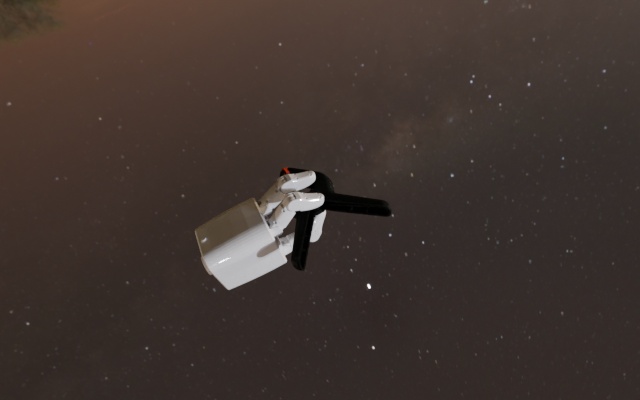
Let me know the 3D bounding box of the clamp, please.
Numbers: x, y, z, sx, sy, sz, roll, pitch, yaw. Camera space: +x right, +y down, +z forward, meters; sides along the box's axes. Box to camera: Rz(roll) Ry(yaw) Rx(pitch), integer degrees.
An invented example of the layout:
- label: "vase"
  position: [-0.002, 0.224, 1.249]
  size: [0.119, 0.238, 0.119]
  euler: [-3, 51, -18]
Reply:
- label: "clamp"
  position: [0.000, 0.003, 0.742]
  size: [0.164, 0.036, 0.209]
  euler: [-26, 42, -7]
